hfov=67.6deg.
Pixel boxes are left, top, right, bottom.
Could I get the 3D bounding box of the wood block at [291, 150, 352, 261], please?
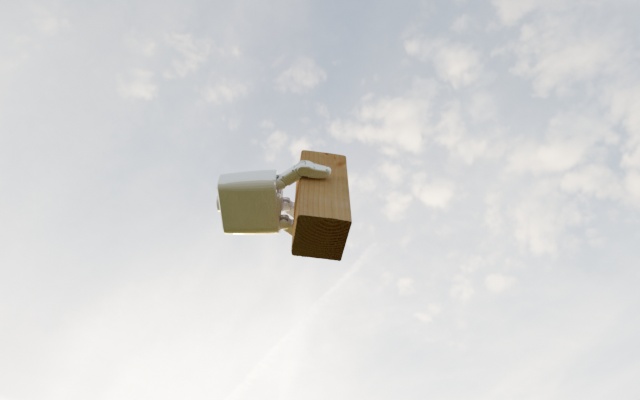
[{"bbox_3d":[0.000,0.002,0.865,0.090,0.091,0.206,8,36,-6],"label":"wood block"}]
